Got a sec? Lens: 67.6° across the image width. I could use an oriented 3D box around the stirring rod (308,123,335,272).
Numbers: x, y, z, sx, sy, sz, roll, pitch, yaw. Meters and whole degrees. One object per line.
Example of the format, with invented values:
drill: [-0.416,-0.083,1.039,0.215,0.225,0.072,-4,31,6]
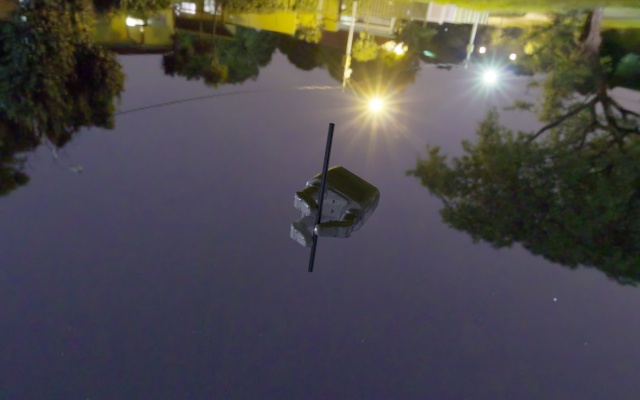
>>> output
stirring rod: [0.000,0.002,0.717,0.011,0.240,0.011,7,22,-3]
